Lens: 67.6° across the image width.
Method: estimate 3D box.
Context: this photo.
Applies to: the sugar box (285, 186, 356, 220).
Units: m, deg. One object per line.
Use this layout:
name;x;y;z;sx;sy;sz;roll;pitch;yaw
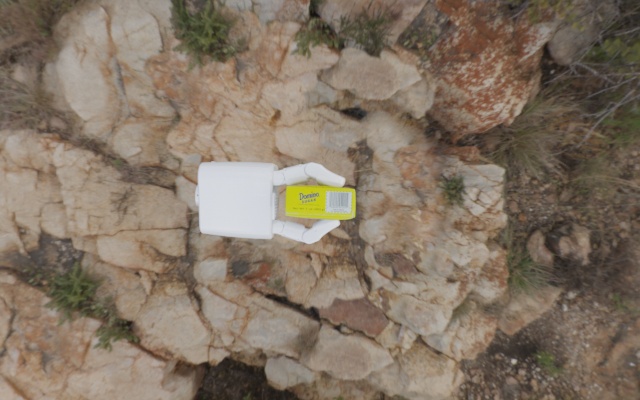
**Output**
sugar box;0.000;0.002;0.707;0.093;0.048;0.176;3;2;0
